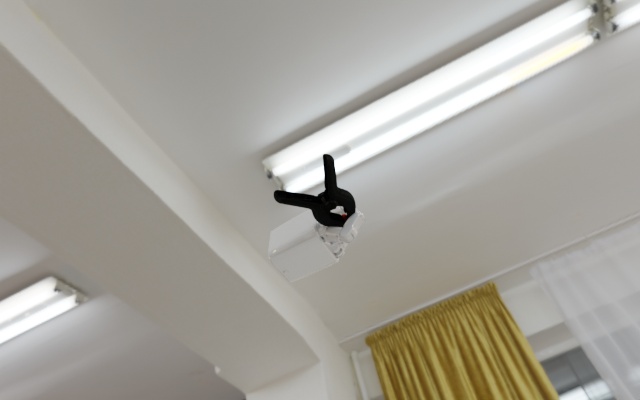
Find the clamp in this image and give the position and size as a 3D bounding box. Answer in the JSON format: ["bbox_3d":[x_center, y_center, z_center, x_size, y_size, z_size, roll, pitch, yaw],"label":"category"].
[{"bbox_3d":[0.000,0.002,0.838,0.120,0.039,0.172,-26,-49,11],"label":"clamp"}]
